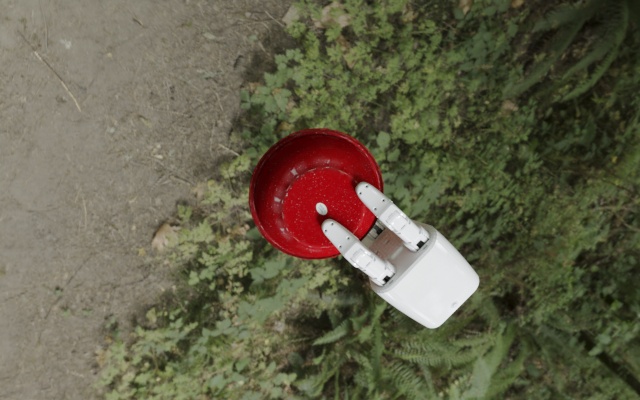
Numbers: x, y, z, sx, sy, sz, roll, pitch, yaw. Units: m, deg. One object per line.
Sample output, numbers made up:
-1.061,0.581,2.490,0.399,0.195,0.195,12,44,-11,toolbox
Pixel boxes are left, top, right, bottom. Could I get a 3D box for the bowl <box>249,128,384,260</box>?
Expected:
-0.001,0.001,0.541,0.162,0.162,0.055,0,16,-8,bowl
